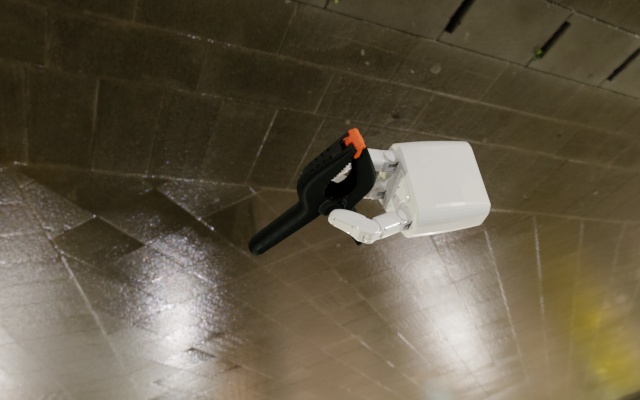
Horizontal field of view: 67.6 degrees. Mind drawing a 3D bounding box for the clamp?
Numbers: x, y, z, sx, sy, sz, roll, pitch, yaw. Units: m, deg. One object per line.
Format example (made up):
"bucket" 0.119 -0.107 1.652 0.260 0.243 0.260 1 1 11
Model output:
"clamp" 0.001 0.002 0.568 0.164 0.036 0.210 -9 -36 -19
